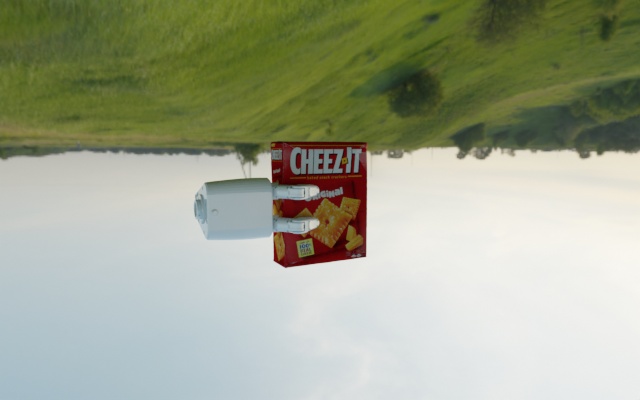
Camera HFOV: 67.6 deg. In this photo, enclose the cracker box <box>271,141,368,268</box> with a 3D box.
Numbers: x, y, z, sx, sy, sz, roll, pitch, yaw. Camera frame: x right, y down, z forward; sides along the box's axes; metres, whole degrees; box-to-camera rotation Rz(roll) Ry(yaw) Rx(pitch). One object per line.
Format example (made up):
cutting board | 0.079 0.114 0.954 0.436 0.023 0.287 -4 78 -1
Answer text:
cracker box | 0.000 0.003 0.846 0.164 0.214 0.072 -3 7 -25
